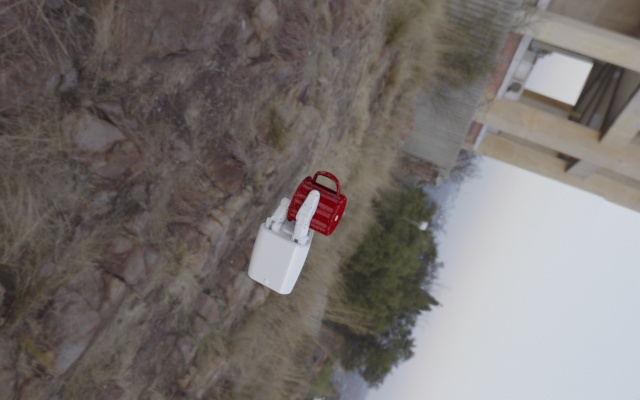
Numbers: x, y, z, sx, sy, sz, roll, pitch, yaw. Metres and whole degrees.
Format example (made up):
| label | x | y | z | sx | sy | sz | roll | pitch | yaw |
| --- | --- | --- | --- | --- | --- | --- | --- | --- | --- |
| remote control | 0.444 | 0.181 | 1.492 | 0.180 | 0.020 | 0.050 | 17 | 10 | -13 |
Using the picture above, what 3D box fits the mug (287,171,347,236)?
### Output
| label | x | y | z | sx | sy | sz | roll | pitch | yaw |
| --- | --- | --- | --- | --- | --- | --- | --- | --- | --- |
| mug | 0.001 | 0.002 | 0.869 | 0.081 | 0.117 | 0.093 | 25 | 22 | 12 |
